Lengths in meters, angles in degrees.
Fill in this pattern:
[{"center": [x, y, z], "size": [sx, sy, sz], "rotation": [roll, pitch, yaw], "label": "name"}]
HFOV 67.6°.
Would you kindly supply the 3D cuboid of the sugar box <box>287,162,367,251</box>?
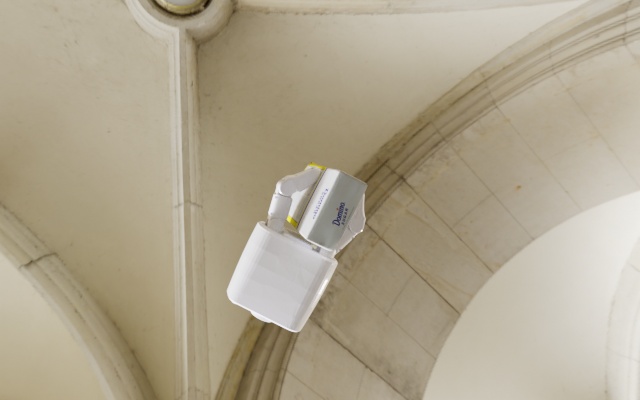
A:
[{"center": [0.000, 0.002, 0.642], "size": [0.048, 0.093, 0.176], "rotation": [26, 2, -18], "label": "sugar box"}]
